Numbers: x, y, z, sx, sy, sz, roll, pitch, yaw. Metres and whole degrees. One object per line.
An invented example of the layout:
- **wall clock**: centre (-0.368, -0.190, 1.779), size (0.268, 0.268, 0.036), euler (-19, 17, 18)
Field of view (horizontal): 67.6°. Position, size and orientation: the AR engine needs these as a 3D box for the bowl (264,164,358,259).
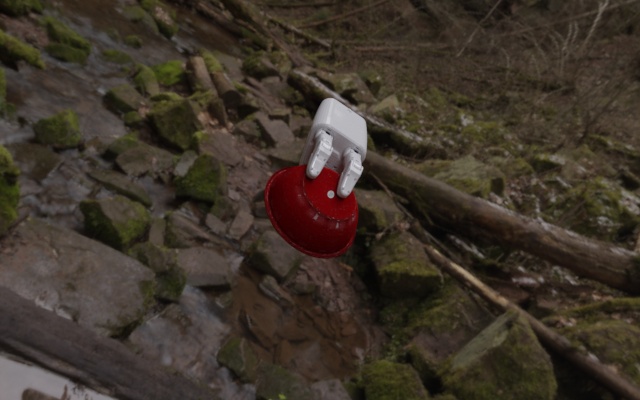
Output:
- **bowl**: centre (0.000, 0.003, 0.708), size (0.162, 0.162, 0.055), euler (0, -30, -37)
